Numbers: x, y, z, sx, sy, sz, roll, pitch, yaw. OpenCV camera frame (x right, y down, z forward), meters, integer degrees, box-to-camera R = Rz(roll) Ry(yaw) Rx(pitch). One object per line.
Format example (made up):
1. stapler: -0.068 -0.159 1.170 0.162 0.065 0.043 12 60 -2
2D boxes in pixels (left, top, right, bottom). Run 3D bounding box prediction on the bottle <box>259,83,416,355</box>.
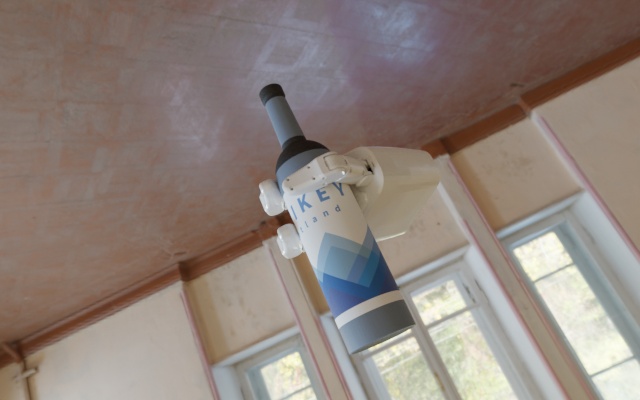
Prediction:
1. bottle: 0.000 0.002 0.485 0.069 0.295 0.069 -21 -21 -9
